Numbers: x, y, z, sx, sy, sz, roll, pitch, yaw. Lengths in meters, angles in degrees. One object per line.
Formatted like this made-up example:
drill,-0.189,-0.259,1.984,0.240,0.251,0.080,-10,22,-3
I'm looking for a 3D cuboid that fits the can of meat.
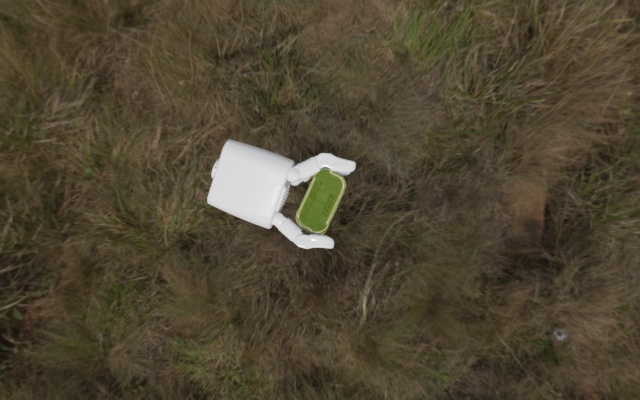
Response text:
can of meat,0.000,0.003,0.751,0.057,0.102,0.084,24,-3,1
